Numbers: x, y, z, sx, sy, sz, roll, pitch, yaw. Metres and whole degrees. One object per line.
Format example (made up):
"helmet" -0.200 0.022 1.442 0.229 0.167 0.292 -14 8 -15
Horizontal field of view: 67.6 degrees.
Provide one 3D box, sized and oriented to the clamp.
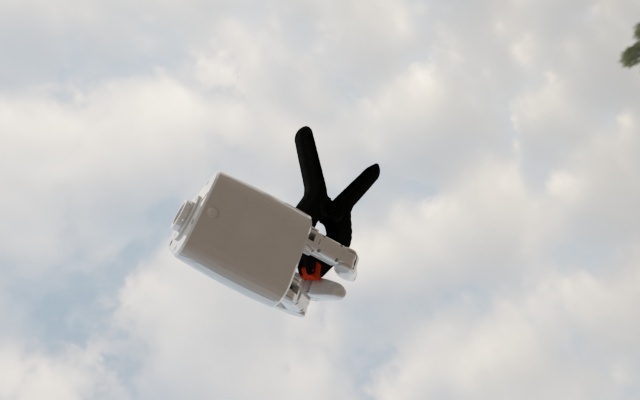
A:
"clamp" 0.000 0.002 0.542 0.120 0.171 0.039 30 -27 -19
